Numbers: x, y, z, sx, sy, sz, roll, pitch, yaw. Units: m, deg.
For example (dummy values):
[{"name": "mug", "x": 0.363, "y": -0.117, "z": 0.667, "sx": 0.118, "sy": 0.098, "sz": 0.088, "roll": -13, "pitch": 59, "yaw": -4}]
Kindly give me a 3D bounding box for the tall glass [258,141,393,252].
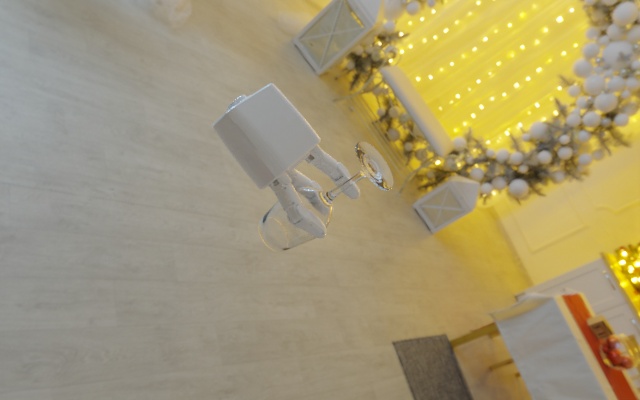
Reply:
[{"name": "tall glass", "x": 0.001, "y": 0.002, "z": 0.669, "sx": 0.201, "sy": 0.079, "sz": 0.079, "roll": -35, "pitch": -20, "yaw": 31}]
